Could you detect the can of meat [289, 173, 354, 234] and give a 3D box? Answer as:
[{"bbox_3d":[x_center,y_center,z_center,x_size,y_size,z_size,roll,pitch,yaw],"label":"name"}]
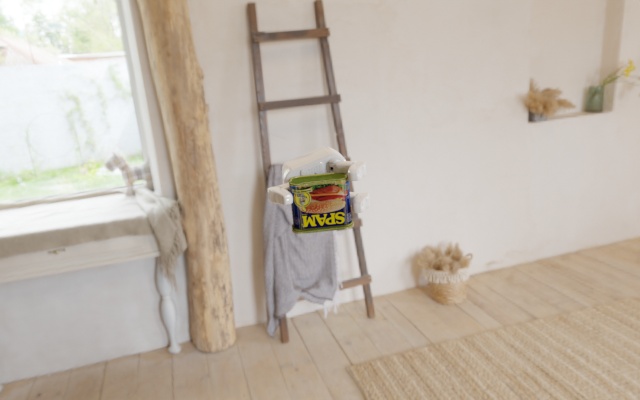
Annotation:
[{"bbox_3d":[0.000,0.002,0.778,0.102,0.084,0.057,-6,17,-3],"label":"can of meat"}]
